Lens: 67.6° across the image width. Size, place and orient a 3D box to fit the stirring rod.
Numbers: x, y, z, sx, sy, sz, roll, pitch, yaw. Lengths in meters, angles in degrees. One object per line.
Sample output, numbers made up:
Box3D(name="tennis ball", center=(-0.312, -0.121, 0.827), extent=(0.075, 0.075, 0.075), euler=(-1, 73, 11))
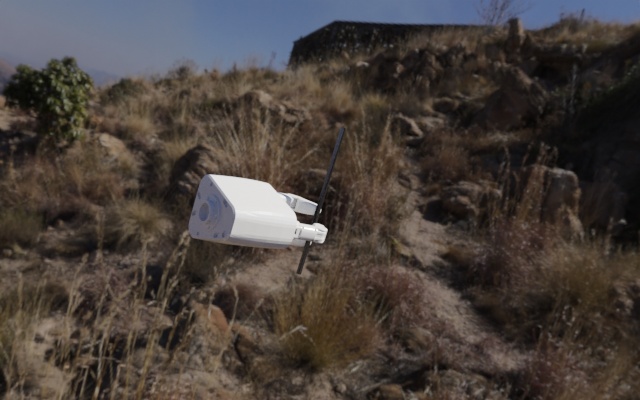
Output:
Box3D(name="stirring rod", center=(0.000, 0.003, 0.748), extent=(0.011, 0.239, 0.011), euler=(17, 7, -2))
